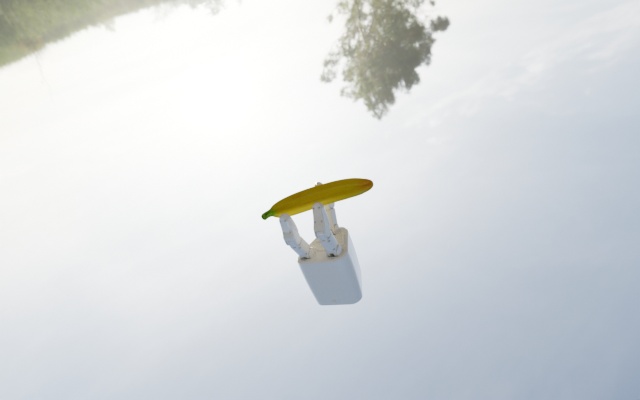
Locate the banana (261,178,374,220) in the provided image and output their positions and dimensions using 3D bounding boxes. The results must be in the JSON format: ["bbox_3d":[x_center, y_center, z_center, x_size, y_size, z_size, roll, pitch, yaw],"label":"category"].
[{"bbox_3d":[-0.004,-0.003,0.834,0.198,0.037,0.069,-19,20,3],"label":"banana"}]
